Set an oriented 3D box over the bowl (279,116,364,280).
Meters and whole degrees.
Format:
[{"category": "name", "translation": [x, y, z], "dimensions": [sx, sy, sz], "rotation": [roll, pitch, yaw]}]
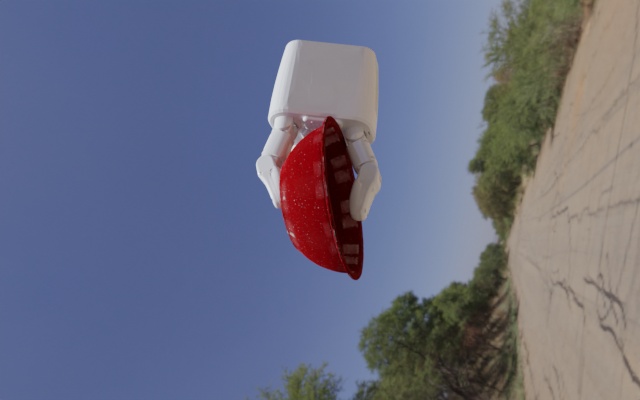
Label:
[{"category": "bowl", "translation": [0.000, 0.003, 0.472], "dimensions": [0.055, 0.162, 0.162], "rotation": [-10, -2, 13]}]
